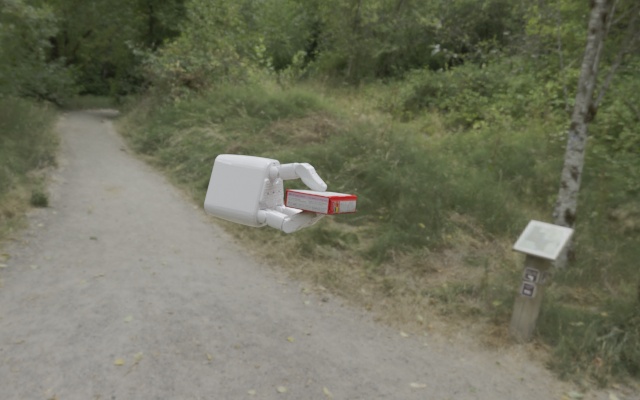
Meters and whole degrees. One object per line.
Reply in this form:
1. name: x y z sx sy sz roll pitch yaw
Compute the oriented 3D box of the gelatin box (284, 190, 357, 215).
1. gelatin box: 0.000 0.002 0.745 0.089 0.030 0.073 9 6 36
